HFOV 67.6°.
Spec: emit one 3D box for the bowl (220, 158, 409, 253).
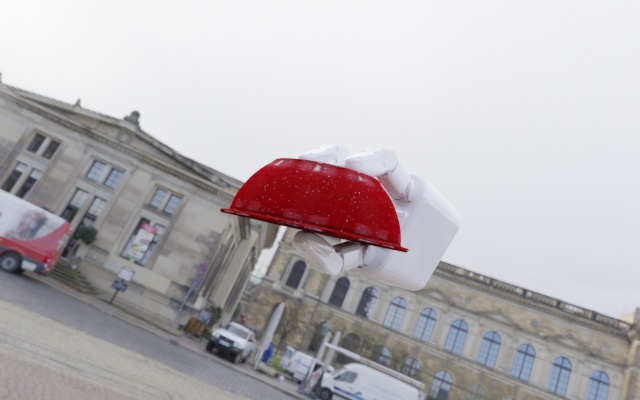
[{"bbox_3d":[0.000,0.001,0.407,0.162,0.055,0.162,12,-4,1],"label":"bowl"}]
